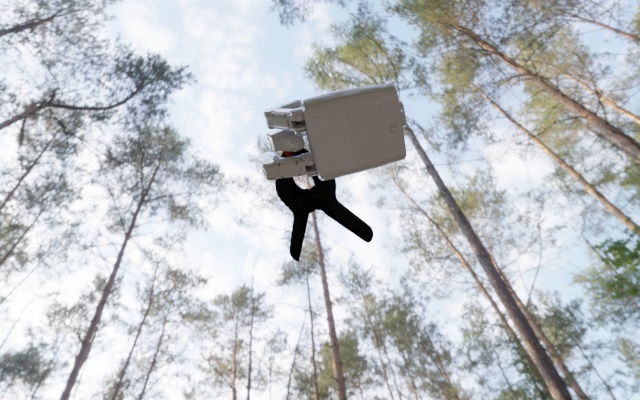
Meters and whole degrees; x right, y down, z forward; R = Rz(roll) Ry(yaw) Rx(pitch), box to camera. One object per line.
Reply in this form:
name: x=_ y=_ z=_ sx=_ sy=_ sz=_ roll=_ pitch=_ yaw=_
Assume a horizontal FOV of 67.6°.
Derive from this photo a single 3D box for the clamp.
clamp: x=0.000 y=0.002 z=0.629 sx=0.120 sy=0.171 sz=0.039 roll=-11 pitch=29 yaw=6
